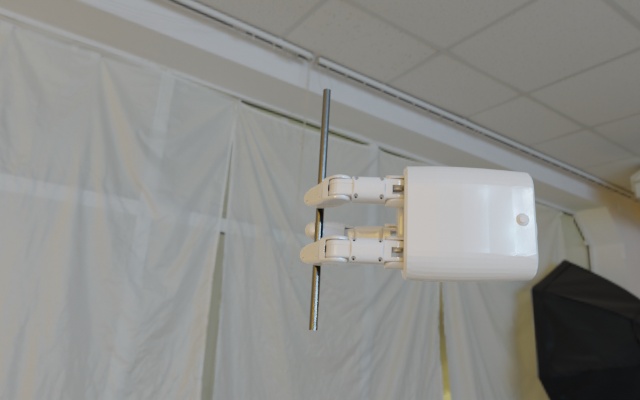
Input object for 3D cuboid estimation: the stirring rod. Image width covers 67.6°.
[{"bbox_3d":[0.000,0.002,0.463,0.011,0.239,0.011,3,-15,1],"label":"stirring rod"}]
